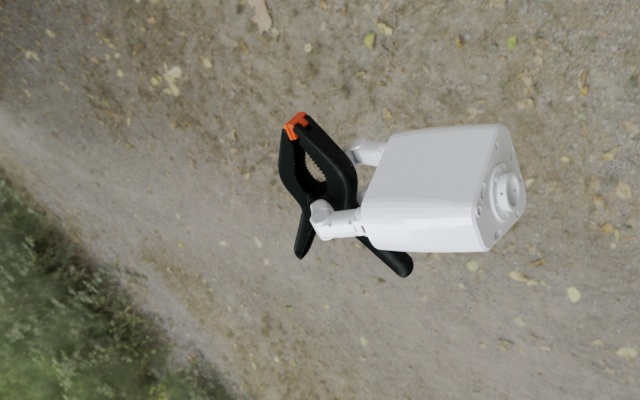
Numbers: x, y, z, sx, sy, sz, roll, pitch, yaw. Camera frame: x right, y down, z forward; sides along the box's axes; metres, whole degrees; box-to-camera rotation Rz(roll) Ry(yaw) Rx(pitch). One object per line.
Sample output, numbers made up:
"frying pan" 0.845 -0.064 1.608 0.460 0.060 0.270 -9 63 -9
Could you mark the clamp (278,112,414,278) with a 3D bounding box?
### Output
"clamp" 0.000 0.002 0.537 0.164 0.210 0.036 -4 35 40
